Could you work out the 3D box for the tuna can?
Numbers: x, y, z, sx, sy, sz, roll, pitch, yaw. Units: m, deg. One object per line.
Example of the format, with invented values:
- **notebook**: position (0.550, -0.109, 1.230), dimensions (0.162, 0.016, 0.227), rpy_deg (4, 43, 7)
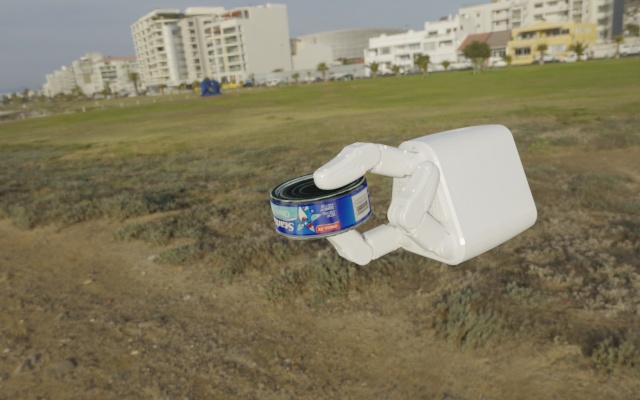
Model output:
- **tuna can**: position (0.000, 0.001, 0.412), dimensions (0.086, 0.034, 0.086), rpy_deg (-10, 18, 3)
